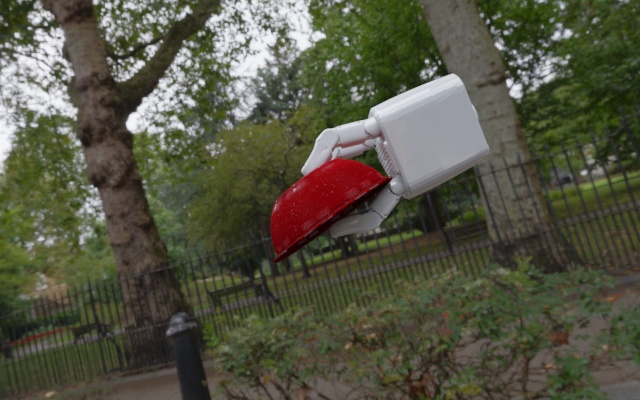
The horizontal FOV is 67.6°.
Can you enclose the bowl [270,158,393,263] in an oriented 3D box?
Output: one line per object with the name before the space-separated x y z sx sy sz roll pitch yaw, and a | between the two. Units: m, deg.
bowl | -0.001 0.002 0.534 0.162 0.055 0.162 -36 -6 -4
